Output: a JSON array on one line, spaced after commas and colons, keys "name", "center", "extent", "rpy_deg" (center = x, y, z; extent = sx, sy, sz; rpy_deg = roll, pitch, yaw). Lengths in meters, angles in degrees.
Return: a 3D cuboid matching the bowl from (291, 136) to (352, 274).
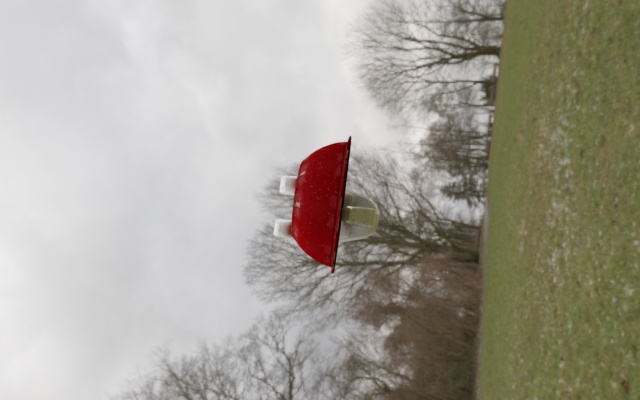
[{"name": "bowl", "center": [0.000, 0.001, 0.559], "extent": [0.055, 0.162, 0.162], "rpy_deg": [7, 0, 3]}]
